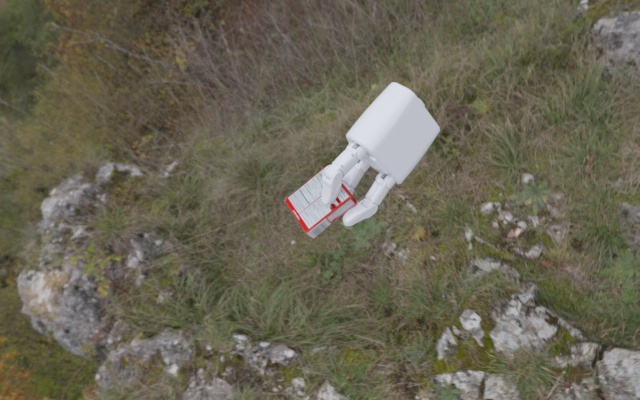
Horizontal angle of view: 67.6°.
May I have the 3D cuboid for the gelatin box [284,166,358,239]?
[{"bbox_3d":[0.000,0.002,0.726,0.089,0.073,0.030,-39,-33,4],"label":"gelatin box"}]
